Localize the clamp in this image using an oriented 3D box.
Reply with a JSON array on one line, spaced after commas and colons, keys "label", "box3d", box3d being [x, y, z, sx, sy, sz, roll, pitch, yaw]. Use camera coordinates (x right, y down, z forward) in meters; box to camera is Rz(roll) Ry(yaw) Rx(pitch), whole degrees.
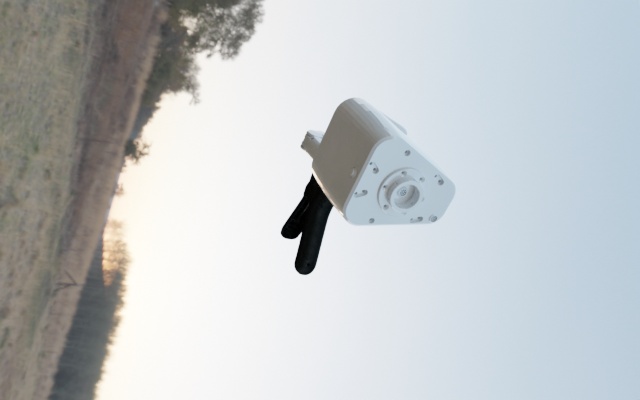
[{"label": "clamp", "box3d": [0.001, 0.002, 0.565, 0.039, 0.171, 0.120, 16, 22, -24]}]
